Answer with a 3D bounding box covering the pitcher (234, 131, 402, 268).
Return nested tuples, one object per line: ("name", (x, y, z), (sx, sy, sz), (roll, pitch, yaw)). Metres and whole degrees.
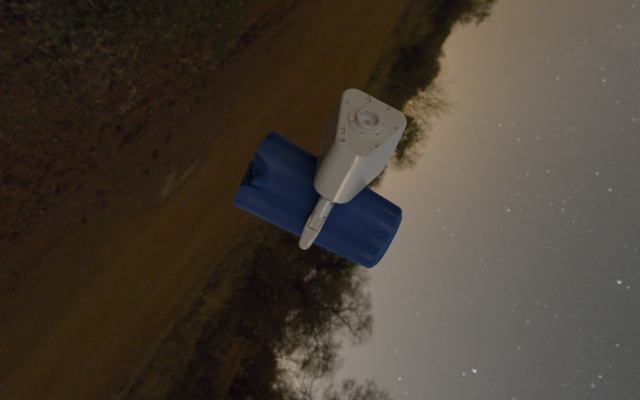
("pitcher", (0.000, 0.002, 0.754), (0.243, 0.149, 0.145), (28, -35, 2))
